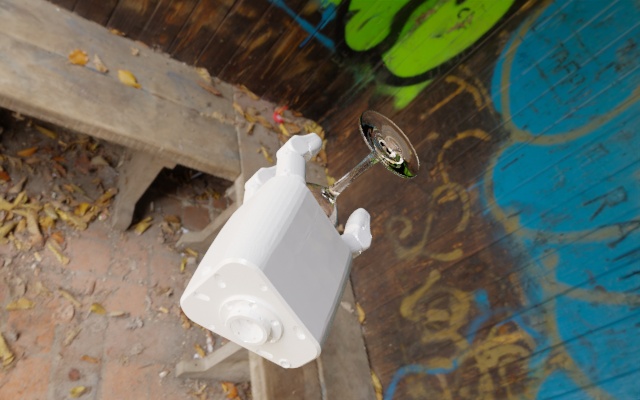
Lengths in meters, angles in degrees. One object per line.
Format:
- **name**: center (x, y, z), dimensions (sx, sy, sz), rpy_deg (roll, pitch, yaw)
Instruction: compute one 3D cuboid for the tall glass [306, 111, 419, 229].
- **tall glass**: center (0.001, 0.001, 0.484), dimensions (0.079, 0.079, 0.201), rpy_deg (0, -32, -48)
